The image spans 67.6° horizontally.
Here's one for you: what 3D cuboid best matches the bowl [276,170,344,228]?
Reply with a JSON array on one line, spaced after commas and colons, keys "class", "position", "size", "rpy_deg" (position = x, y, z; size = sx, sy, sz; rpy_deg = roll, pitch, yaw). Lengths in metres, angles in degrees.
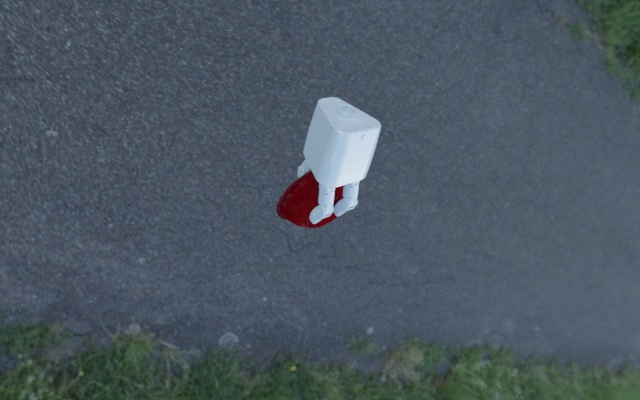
[{"class": "bowl", "position": [0.000, 0.004, 0.899], "size": [0.162, 0.055, 0.162], "rpy_deg": [-28, -24, -14]}]
